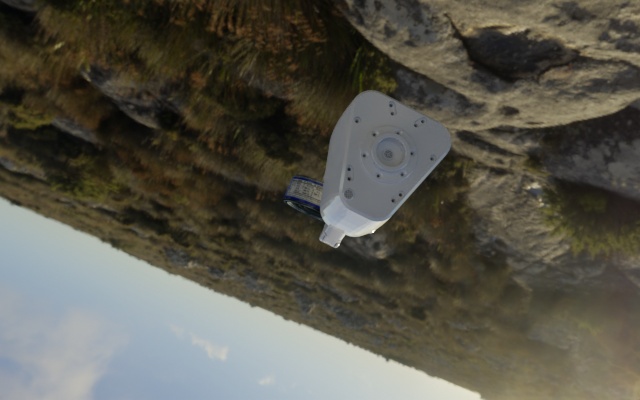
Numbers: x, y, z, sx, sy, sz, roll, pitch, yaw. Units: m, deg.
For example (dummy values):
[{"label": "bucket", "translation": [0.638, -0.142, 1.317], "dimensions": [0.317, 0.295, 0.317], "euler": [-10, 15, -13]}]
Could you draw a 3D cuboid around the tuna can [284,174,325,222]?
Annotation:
[{"label": "tuna can", "translation": [0.000, 0.002, 0.572], "dimensions": [0.086, 0.033, 0.086], "euler": [23, -8, 3]}]
